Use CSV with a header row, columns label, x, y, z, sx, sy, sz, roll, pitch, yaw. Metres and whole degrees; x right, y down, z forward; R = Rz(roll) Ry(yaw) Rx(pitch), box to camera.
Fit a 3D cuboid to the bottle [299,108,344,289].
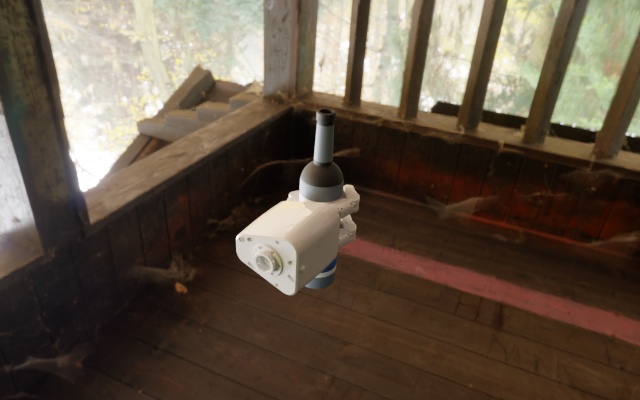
label,x,y,z,sx,sy,sz,roll,pitch,yaw
bottle,0.000,0.003,0.742,0.069,0.296,0.069,3,30,-2
